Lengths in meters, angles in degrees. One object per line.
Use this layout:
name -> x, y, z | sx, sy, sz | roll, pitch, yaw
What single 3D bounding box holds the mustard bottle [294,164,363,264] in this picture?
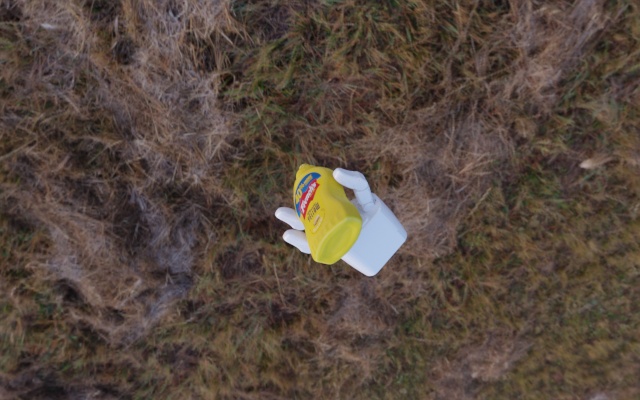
mustard bottle -> 0.000, 0.003, 0.758 | 0.058, 0.096, 0.191 | 15, 32, -31
